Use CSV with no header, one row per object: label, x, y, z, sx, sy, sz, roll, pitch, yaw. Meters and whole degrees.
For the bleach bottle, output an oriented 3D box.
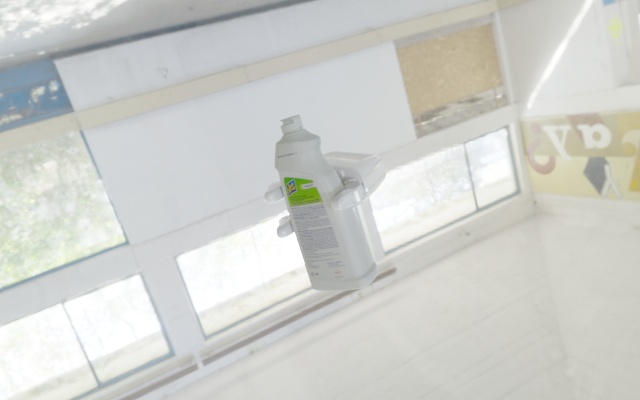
bleach bottle,0.000,0.002,0.677,0.102,0.251,0.068,-10,14,30
